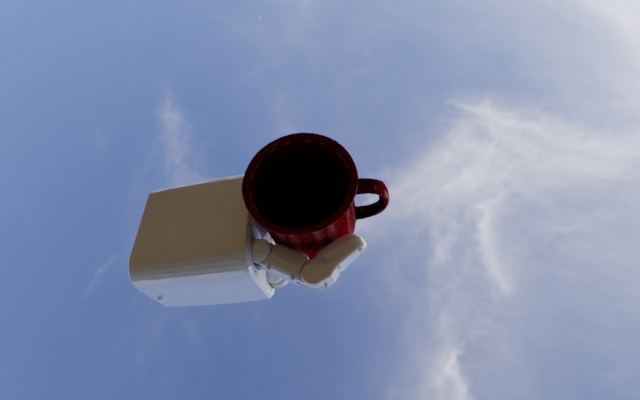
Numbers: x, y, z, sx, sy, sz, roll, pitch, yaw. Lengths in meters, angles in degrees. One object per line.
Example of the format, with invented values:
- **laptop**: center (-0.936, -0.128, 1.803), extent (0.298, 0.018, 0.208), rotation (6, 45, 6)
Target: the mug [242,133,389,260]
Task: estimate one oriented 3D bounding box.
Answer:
- **mug**: center (0.002, 0.001, 0.411), extent (0.117, 0.093, 0.081), rotation (-6, -27, 5)
